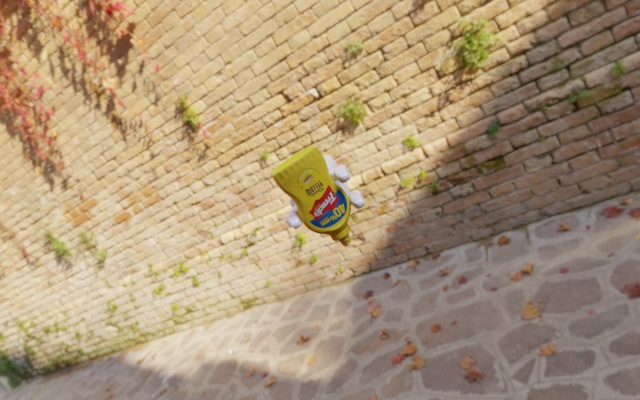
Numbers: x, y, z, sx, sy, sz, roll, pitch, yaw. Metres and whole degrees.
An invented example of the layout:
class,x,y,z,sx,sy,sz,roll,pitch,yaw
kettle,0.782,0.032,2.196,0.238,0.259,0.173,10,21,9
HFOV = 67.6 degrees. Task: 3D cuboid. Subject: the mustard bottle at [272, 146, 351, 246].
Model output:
class,x,y,z,sx,sy,sz,roll,pitch,yaw
mustard bottle,0.000,0.003,0.874,0.096,0.192,0.058,-36,16,-10
